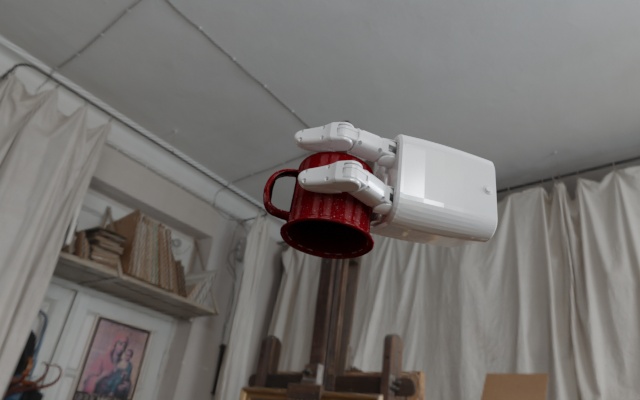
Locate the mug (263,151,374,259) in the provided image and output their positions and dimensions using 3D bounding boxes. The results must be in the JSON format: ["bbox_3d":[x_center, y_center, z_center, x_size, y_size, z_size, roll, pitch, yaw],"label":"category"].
[{"bbox_3d":[-0.001,0.001,0.485,0.117,0.081,0.093,13,-29,-8],"label":"mug"}]
